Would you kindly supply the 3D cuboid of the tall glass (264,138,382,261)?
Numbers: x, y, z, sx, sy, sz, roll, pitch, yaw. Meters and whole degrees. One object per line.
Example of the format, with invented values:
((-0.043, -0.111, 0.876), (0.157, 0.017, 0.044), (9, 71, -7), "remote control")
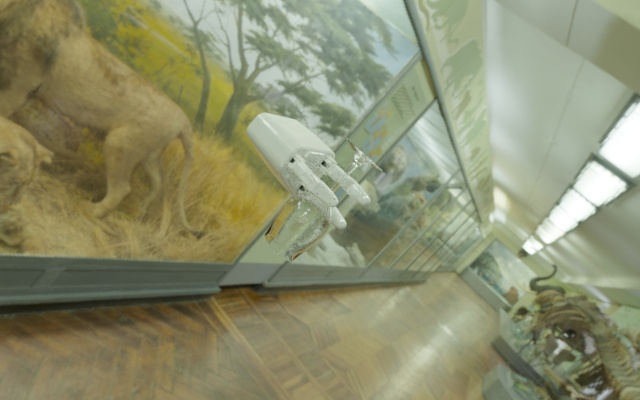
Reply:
((0.001, 0.002, 0.741), (0.079, 0.201, 0.079), (41, 8, -7), "tall glass")
